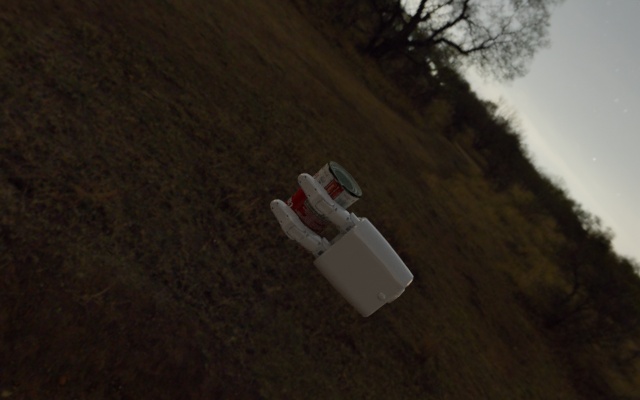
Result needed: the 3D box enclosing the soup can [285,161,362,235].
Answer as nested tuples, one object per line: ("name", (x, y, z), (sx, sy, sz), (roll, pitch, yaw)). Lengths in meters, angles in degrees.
("soup can", (0.000, 0.002, 0.676), (0.102, 0.068, 0.068), (-43, -16, 19))
